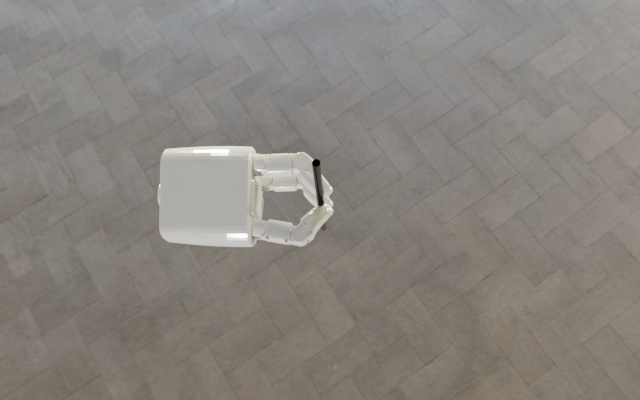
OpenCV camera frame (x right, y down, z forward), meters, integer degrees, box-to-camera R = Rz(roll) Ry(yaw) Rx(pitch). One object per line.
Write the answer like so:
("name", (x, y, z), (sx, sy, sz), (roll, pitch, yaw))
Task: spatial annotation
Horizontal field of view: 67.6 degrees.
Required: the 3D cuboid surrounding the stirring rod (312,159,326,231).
("stirring rod", (0.000, 0.002, 0.556), (0.011, 0.011, 0.240), (0, -18, 2))
